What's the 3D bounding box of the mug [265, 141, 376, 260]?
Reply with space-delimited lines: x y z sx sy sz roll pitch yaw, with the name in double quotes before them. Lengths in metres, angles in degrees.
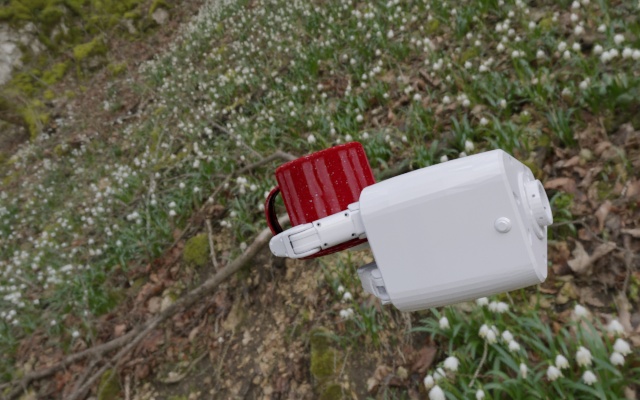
"mug" -0.001 0.002 0.428 0.117 0.081 0.093 -18 2 30
